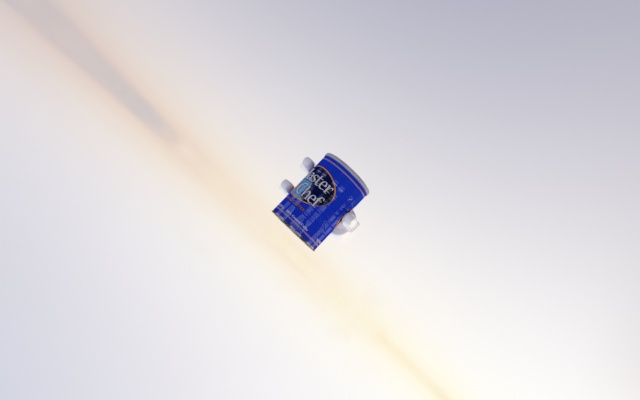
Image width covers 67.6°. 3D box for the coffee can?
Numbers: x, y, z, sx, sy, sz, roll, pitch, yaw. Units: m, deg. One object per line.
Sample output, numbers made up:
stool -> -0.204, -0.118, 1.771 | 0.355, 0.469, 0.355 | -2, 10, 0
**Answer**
coffee can -> 0.000, 0.003, 0.821 | 0.103, 0.140, 0.103 | 43, -7, 6
